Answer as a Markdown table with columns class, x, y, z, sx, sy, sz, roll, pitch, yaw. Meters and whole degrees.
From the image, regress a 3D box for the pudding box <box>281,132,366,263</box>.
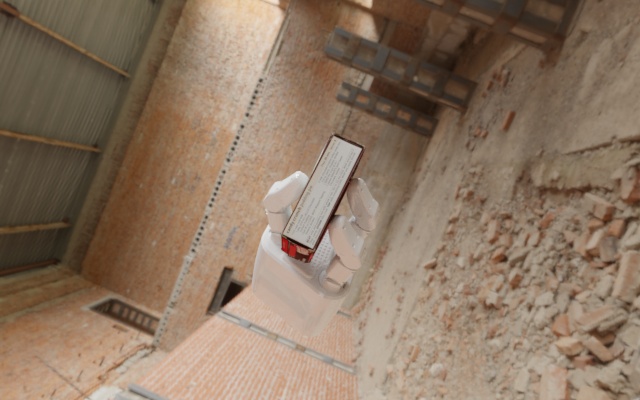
| class | x | y | z | sx | sy | sz | roll | pitch | yaw |
| --- | --- | --- | --- | --- | --- | --- | --- | --- | --- |
| pudding box | 0.000 | 0.001 | 0.469 | 0.039 | 0.113 | 0.090 | 24 | -14 | 1 |
